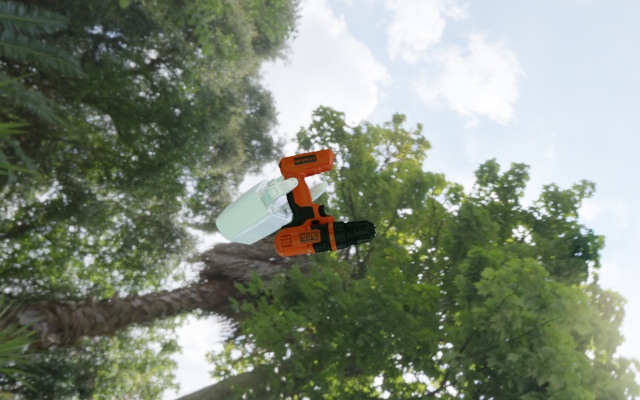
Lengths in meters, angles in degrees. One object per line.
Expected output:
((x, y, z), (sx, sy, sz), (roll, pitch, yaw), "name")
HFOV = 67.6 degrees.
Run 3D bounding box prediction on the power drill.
((0.000, 0.002, 0.873), (0.184, 0.187, 0.057), (-9, -20, 4), "power drill")
